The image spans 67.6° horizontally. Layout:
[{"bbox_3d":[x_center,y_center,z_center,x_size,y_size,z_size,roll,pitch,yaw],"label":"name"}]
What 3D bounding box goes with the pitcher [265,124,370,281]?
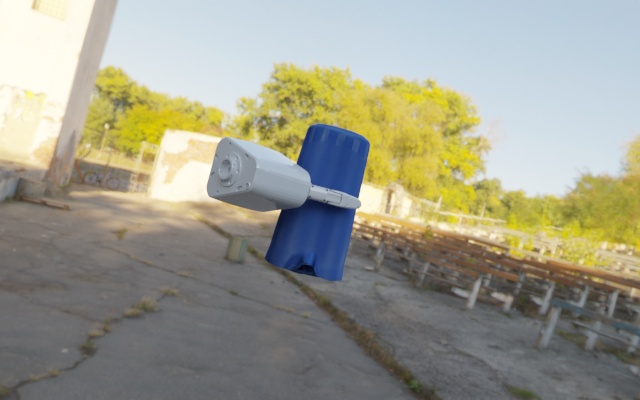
[{"bbox_3d":[0.000,0.003,0.804,0.149,0.243,0.145,16,1,43],"label":"pitcher"}]
